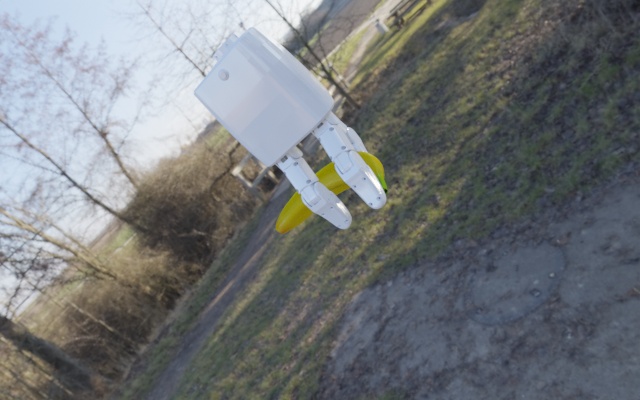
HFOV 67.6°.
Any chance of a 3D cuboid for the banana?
[{"bbox_3d":[0.009,-0.013,0.552,0.037,0.069,0.198,40,-35,-19],"label":"banana"}]
